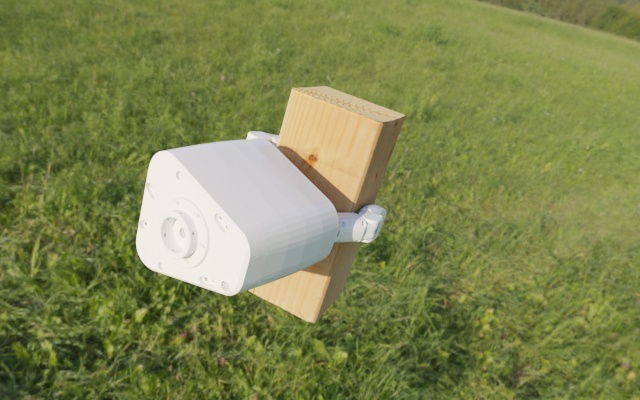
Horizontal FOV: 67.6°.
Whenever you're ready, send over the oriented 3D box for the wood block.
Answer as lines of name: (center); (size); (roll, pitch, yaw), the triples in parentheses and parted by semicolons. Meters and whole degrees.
wood block: (0.000, 0.002, 0.476); (0.091, 0.206, 0.090); (24, 21, 16)
